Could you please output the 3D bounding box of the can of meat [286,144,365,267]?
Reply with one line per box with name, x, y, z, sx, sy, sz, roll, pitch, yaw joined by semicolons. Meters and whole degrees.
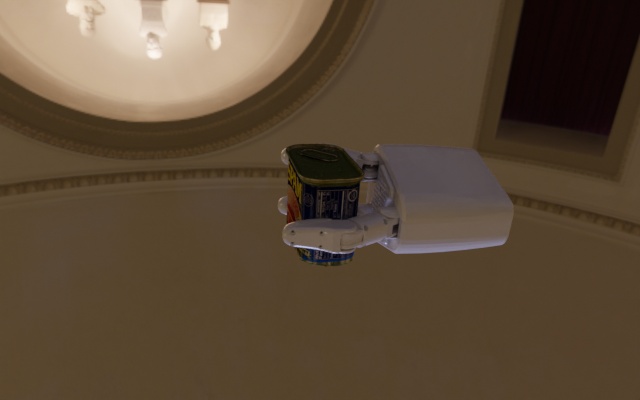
can of meat;0.000;0.002;0.444;0.057;0.084;0.102;-3;24;-13
